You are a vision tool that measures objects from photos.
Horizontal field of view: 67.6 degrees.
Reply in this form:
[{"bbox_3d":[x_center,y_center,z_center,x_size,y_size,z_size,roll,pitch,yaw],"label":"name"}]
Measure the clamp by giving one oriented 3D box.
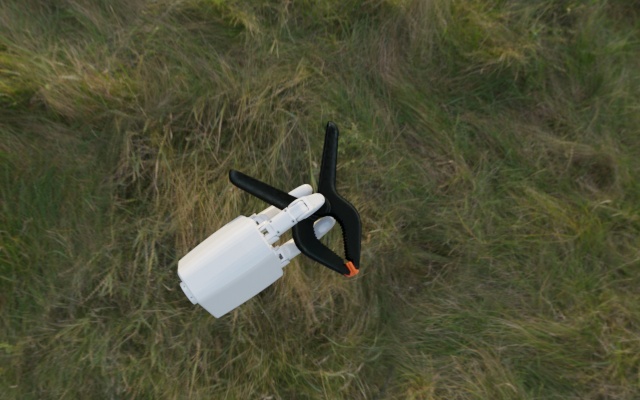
[{"bbox_3d":[0.000,0.002,0.641,0.164,0.210,0.036,-35,-7,-11],"label":"clamp"}]
